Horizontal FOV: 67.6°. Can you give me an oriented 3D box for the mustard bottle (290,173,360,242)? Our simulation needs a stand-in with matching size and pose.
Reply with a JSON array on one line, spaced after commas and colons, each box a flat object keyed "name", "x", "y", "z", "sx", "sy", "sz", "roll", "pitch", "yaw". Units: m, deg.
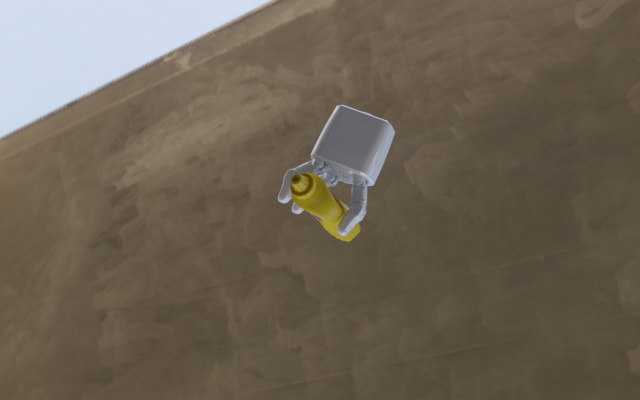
[{"name": "mustard bottle", "x": 0.000, "y": 0.003, "z": 0.802, "sx": 0.096, "sy": 0.058, "sz": 0.192, "roll": 47, "pitch": 1, "yaw": 32}]
